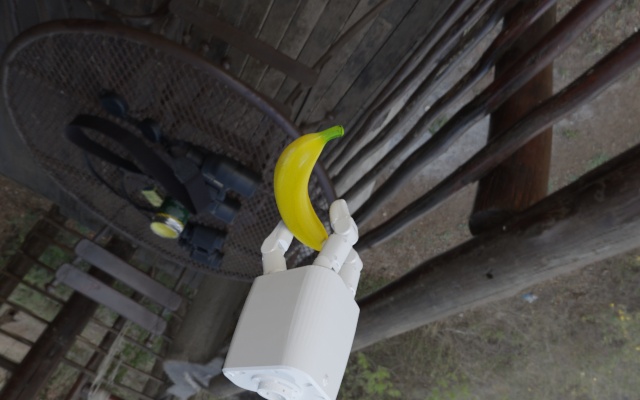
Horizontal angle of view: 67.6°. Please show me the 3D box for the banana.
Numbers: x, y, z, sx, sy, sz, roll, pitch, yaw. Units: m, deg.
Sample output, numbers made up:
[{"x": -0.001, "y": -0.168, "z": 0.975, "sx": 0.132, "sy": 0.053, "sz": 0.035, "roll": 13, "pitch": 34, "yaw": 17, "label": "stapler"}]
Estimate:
[{"x": -0.018, "y": -0.004, "z": 0.535, "sx": 0.069, "sy": 0.037, "sz": 0.198, "roll": 11, "pitch": -41, "yaw": 5, "label": "banana"}]
